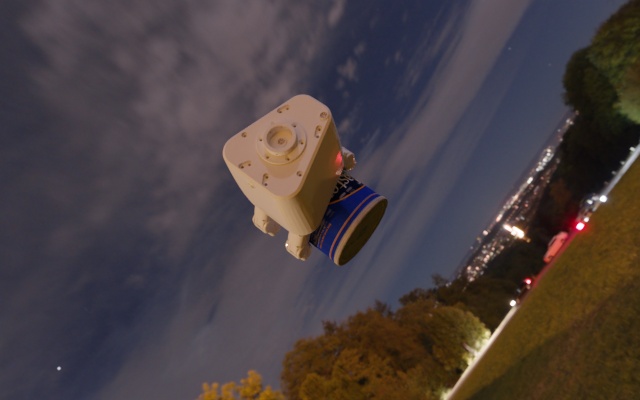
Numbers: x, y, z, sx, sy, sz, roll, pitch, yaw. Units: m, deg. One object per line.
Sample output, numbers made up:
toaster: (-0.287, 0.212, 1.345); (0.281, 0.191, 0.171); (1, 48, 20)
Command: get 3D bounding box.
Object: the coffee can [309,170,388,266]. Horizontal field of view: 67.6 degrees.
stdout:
coffee can: (0.000, 0.002, 0.616); (0.140, 0.103, 0.103); (36, 13, 19)
